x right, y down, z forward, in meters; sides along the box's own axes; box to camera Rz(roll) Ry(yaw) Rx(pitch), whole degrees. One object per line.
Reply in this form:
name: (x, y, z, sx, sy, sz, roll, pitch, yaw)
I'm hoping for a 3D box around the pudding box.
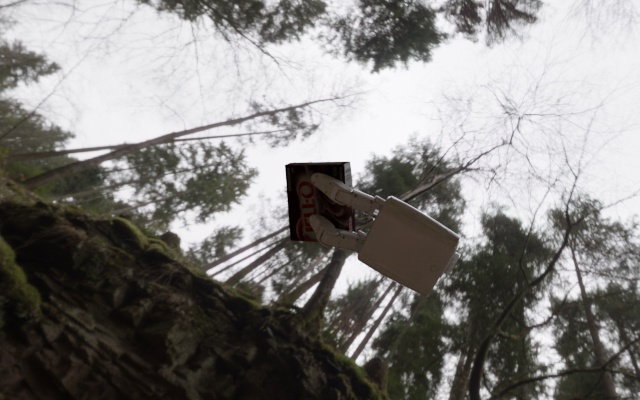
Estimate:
pudding box: (0.000, 0.002, 0.669, 0.090, 0.113, 0.039, 1, 10, 22)
